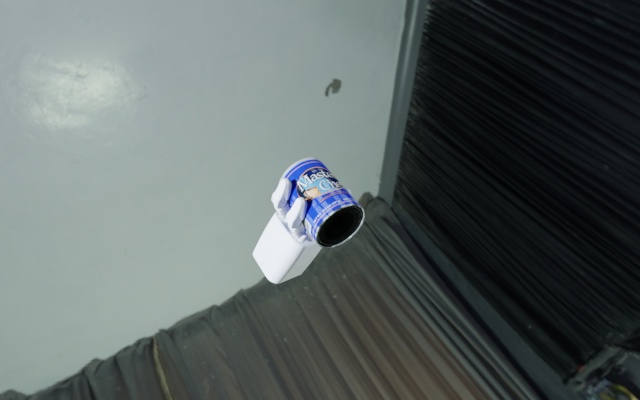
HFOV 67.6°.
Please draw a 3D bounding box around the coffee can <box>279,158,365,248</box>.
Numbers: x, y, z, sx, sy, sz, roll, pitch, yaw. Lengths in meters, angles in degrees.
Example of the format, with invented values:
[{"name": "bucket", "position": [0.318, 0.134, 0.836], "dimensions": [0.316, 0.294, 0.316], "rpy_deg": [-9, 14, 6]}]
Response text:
[{"name": "coffee can", "position": [0.000, 0.003, 0.874], "dimensions": [0.103, 0.103, 0.140], "rpy_deg": [0, 39, -42]}]
